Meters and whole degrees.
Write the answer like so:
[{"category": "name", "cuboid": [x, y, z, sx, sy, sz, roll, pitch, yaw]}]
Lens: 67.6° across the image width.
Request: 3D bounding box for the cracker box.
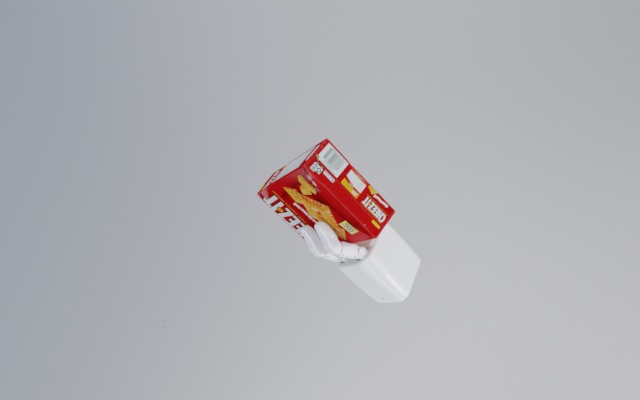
[{"category": "cracker box", "cuboid": [0.000, 0.003, 0.819, 0.072, 0.164, 0.214, -51, 13, -27]}]
